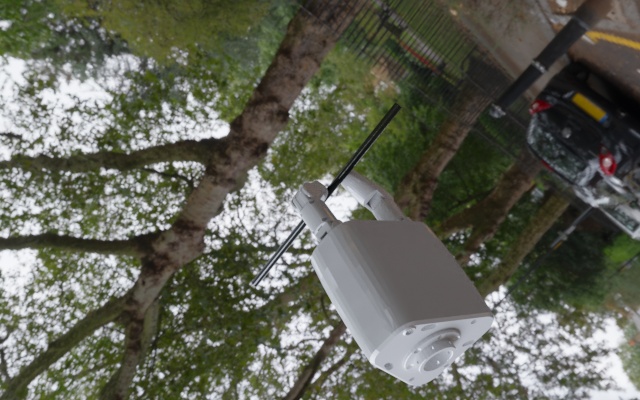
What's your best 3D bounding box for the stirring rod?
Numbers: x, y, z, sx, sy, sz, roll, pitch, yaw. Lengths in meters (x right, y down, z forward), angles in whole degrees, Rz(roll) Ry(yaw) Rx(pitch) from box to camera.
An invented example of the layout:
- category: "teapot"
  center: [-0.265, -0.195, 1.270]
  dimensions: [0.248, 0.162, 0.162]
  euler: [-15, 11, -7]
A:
- category: "stirring rod"
  center: [0.000, 0.002, 0.476]
  dimensions: [0.011, 0.239, 0.011]
  euler: [34, 20, -14]
